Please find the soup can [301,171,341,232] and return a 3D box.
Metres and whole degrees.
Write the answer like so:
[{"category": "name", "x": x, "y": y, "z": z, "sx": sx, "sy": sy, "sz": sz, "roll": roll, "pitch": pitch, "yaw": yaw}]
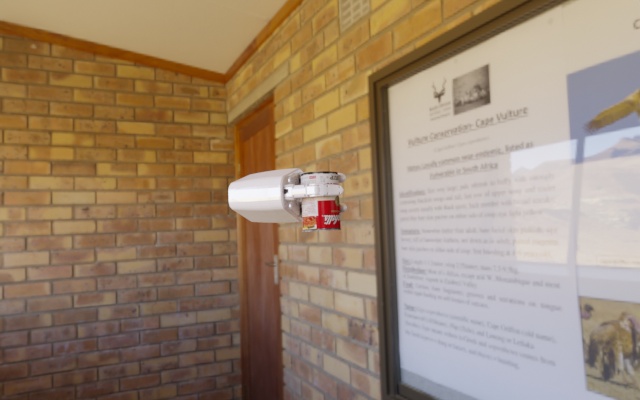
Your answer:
[{"category": "soup can", "x": 0.001, "y": 0.002, "z": 0.841, "sx": 0.068, "sy": 0.102, "sz": 0.068, "roll": -2, "pitch": -3, "yaw": 0}]
